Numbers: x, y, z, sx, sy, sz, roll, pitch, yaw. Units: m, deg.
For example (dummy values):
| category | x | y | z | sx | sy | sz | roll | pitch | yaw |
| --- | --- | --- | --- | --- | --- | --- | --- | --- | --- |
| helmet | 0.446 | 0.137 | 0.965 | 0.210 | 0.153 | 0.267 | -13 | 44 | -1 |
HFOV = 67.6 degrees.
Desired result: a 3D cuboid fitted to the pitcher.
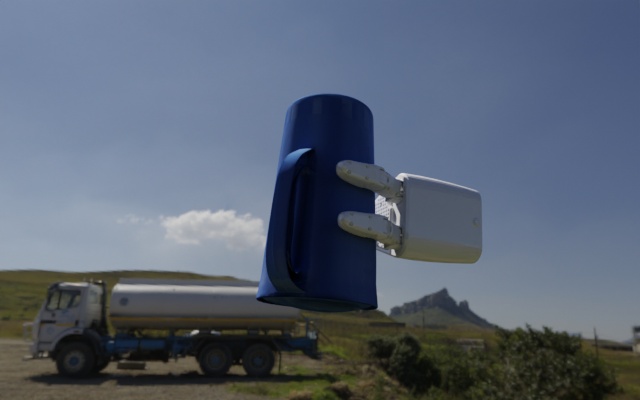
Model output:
| category | x | y | z | sx | sy | sz | roll | pitch | yaw |
| --- | --- | --- | --- | --- | --- | --- | --- | --- | --- |
| pitcher | 0.000 | 0.002 | 0.545 | 0.145 | 0.242 | 0.149 | 9 | -18 | -19 |
